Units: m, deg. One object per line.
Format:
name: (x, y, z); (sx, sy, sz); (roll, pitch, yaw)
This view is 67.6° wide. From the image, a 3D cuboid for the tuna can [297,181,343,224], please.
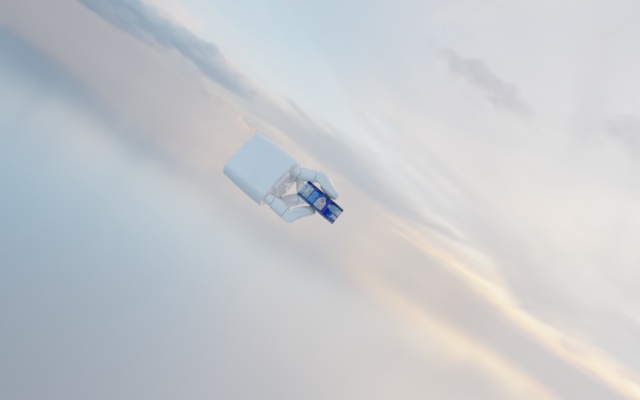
tuna can: (0.001, 0.002, 0.860); (0.086, 0.034, 0.086); (40, 1, -1)
